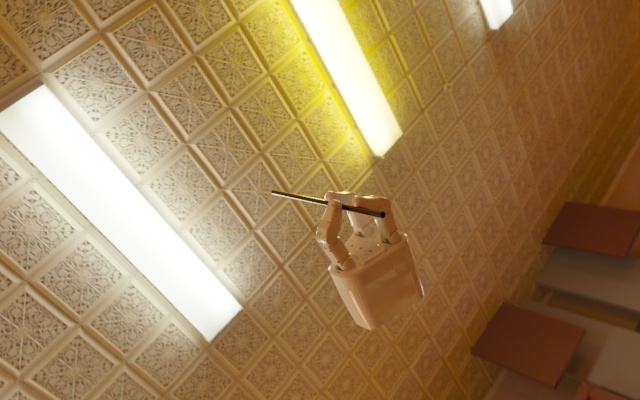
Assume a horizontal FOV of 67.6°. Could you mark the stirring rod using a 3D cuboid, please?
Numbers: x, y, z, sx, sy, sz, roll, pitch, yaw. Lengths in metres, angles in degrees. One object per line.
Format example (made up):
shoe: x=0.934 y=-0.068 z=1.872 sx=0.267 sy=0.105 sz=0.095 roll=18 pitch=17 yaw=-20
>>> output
stirring rod: x=0.000 y=0.002 z=0.663 sx=0.011 sy=0.011 sz=0.239 roll=0 pitch=7 yaw=-39
